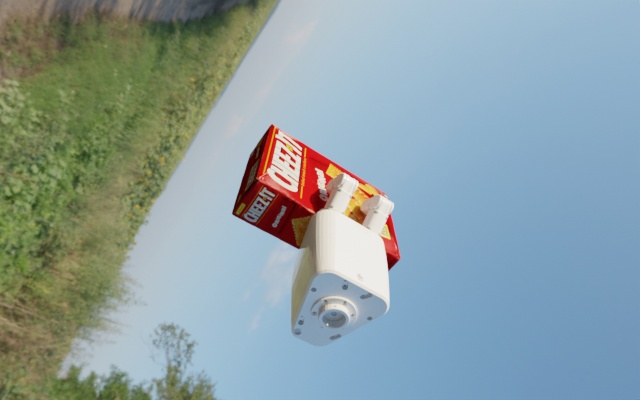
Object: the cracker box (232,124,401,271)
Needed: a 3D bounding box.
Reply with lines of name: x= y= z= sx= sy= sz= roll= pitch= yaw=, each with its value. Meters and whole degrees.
cracker box: x=0.000 y=0.002 z=0.656 sx=0.214 sy=0.072 sz=0.164 roll=30 pitch=28 yaw=-17
